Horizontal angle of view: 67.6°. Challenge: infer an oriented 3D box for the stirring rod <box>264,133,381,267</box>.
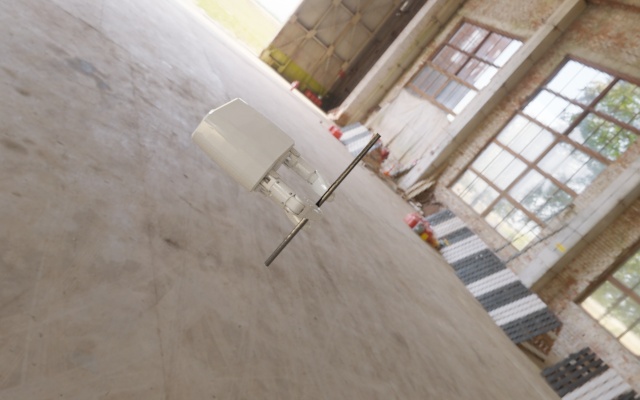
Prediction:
[{"bbox_3d":[0.000,0.002,0.651,0.011,0.239,0.011,39,13,-10],"label":"stirring rod"}]
